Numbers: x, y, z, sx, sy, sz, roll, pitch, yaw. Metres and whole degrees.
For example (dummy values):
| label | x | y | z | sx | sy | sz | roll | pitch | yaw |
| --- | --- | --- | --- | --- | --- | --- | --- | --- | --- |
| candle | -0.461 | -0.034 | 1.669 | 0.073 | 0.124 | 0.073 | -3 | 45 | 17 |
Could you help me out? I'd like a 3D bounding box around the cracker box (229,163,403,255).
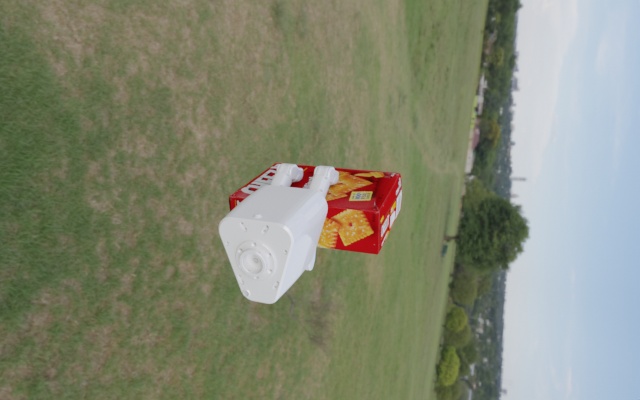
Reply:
| label | x | y | z | sx | sy | sz | roll | pitch | yaw |
| --- | --- | --- | --- | --- | --- | --- | --- | --- | --- |
| cracker box | 0.000 | 0.002 | 0.699 | 0.213 | 0.072 | 0.164 | 6 | 23 | 18 |
